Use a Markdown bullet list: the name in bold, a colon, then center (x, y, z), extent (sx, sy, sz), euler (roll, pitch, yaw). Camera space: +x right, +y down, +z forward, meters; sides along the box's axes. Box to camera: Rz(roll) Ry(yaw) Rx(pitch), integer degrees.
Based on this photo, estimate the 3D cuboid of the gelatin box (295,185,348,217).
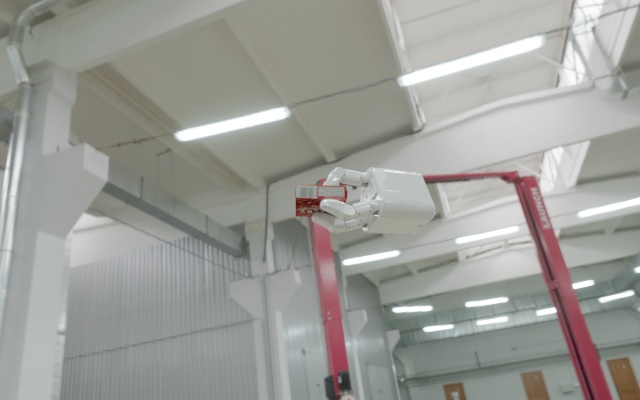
- **gelatin box**: center (0.000, 0.002, 0.842), extent (0.089, 0.030, 0.073), euler (2, -27, -2)
